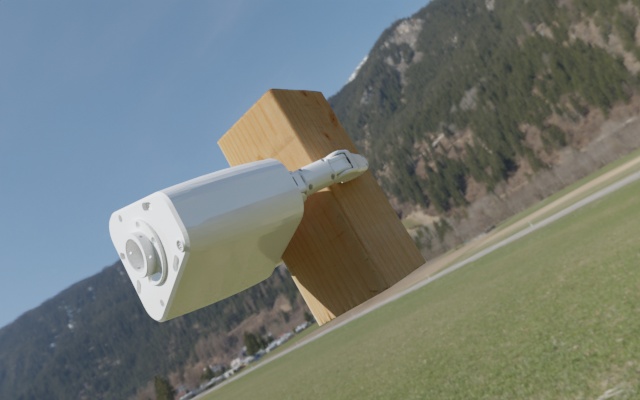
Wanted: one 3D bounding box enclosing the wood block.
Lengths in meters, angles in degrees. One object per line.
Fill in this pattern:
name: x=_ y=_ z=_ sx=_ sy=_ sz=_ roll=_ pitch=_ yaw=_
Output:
wood block: x=0.000 y=0.001 z=0.470 sx=0.091 sy=0.206 sz=0.090 roll=-37 pitch=-12 yaw=32
